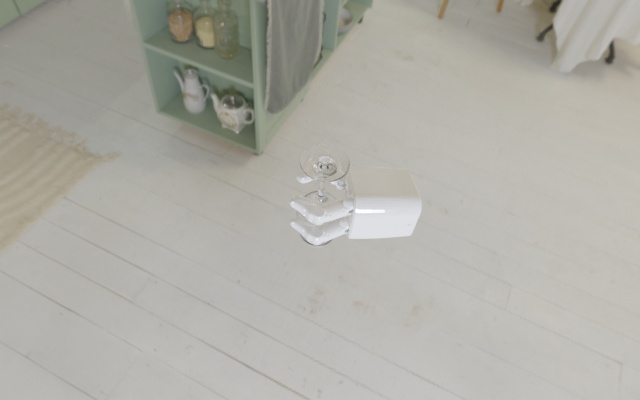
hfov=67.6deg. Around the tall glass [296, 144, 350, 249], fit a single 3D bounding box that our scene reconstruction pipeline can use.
[{"bbox_3d":[0.000,0.002,0.782,0.079,0.079,0.201,0,-36,-5],"label":"tall glass"}]
